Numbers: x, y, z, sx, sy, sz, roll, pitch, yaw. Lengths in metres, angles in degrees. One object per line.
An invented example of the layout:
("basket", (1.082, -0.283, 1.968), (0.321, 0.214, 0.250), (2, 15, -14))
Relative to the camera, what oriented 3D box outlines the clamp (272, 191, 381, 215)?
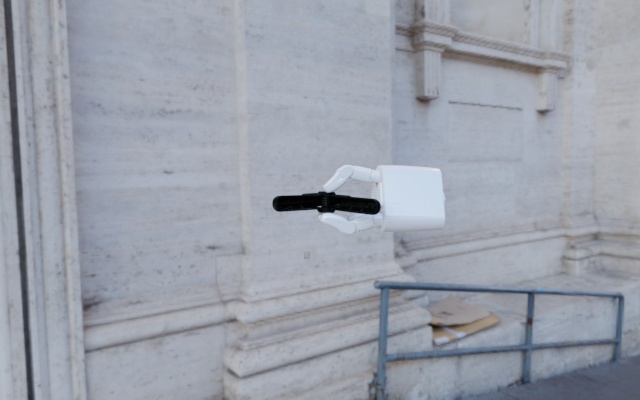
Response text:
("clamp", (0.000, 0.002, 0.811), (0.164, 0.036, 0.210), (3, 3, -6))
